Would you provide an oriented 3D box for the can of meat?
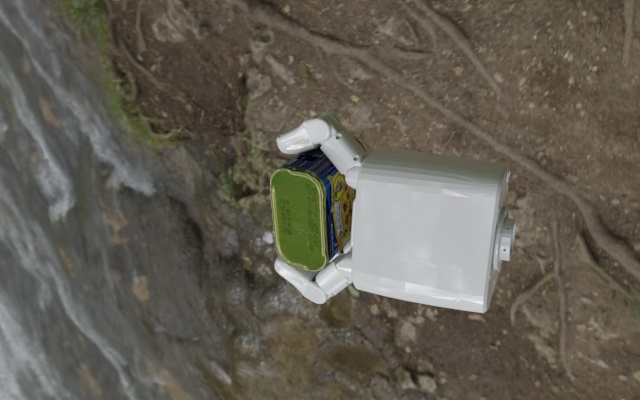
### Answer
[{"bbox_3d":[0.000,0.001,0.431,0.057,0.102,0.084,11,30,25],"label":"can of meat"}]
